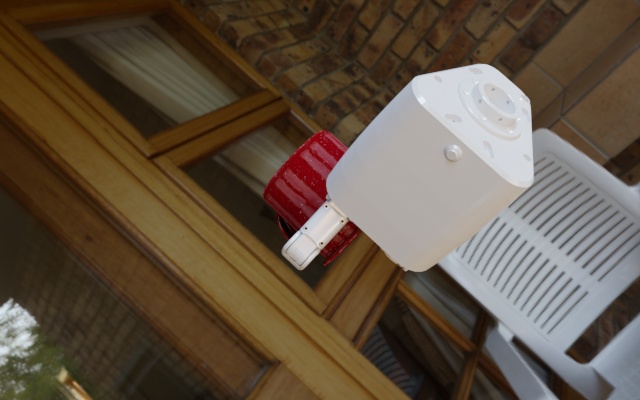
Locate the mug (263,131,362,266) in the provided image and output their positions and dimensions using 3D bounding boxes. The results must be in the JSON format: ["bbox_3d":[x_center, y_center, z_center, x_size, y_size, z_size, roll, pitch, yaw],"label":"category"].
[{"bbox_3d":[-0.001,0.002,0.420,0.093,0.081,0.117,-44,-4,-46],"label":"mug"}]
